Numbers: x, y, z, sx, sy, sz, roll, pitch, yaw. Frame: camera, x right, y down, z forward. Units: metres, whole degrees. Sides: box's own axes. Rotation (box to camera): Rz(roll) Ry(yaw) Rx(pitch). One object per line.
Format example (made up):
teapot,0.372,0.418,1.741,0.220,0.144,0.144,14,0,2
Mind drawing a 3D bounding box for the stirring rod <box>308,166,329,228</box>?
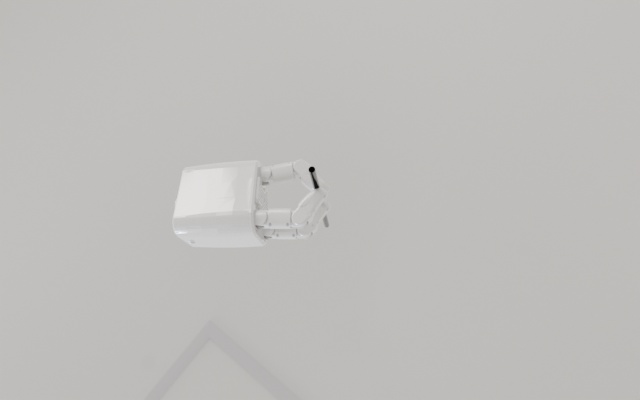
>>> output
stirring rod,0.000,0.002,0.670,0.011,0.011,0.240,0,-19,5
